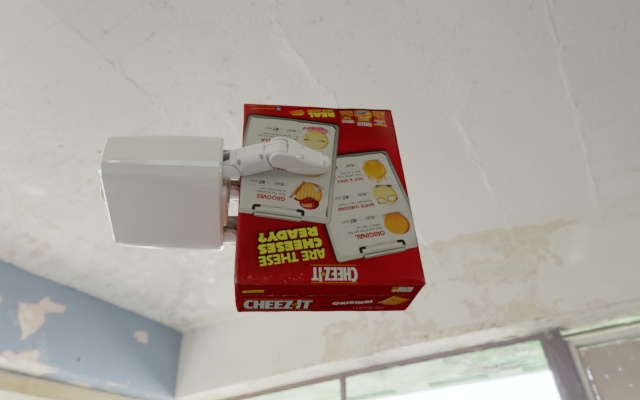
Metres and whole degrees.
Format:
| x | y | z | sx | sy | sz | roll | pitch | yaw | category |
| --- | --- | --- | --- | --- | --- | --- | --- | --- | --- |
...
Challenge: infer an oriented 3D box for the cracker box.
| x | y | z | sx | sy | sz | roll | pitch | yaw | category |
| --- | --- | --- | --- | --- | --- | --- | --- | --- | --- |
| 0.000 | 0.001 | 0.480 | 0.164 | 0.213 | 0.072 | 1 | -35 | -7 | cracker box |
